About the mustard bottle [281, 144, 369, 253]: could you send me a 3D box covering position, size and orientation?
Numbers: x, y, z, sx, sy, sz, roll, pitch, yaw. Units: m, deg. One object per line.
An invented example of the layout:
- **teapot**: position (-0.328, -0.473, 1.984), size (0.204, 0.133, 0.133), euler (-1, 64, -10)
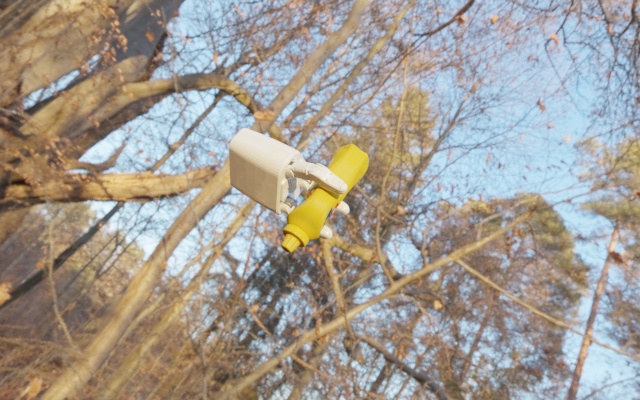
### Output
- **mustard bottle**: position (0.001, 0.002, 0.745), size (0.058, 0.191, 0.096), euler (38, -25, -2)
